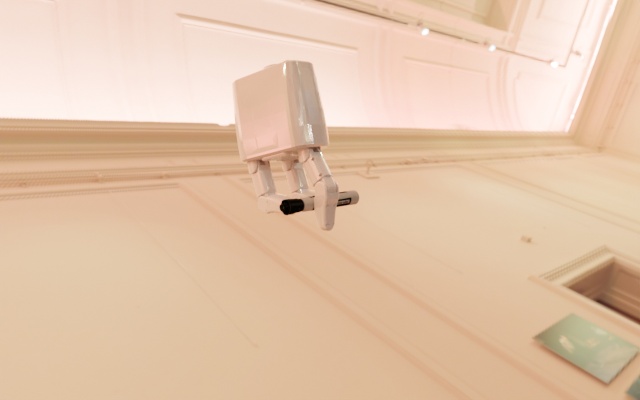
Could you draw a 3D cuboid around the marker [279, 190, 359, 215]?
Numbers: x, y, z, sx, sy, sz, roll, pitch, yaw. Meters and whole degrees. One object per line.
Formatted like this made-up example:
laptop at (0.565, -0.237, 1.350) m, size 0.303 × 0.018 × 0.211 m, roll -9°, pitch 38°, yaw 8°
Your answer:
marker at (0.000, 0.002, 0.584) m, size 0.121 × 0.020 × 0.020 m, roll -8°, pitch 5°, yaw -42°
